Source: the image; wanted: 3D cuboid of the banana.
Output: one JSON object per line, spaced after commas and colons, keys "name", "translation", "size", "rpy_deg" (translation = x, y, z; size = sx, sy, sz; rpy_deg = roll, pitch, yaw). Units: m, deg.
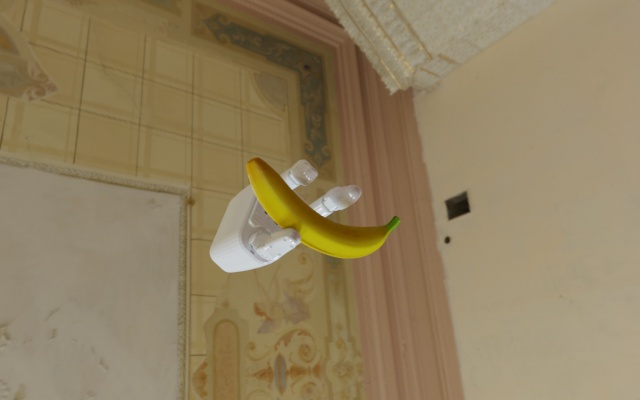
{"name": "banana", "translation": [-0.001, 0.020, 0.527], "size": [0.198, 0.069, 0.037], "rpy_deg": [23, -20, -26]}
